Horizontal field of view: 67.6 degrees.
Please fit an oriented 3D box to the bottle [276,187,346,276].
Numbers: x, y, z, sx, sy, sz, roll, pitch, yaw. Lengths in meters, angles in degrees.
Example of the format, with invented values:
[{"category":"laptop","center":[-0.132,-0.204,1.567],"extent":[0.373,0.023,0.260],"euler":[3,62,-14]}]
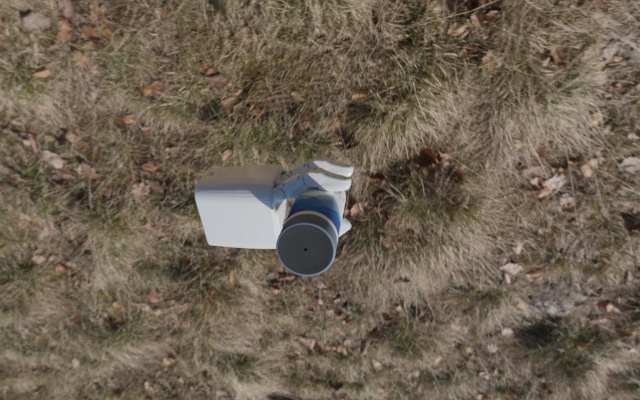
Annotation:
[{"category":"bottle","center":[0.000,0.002,0.660],"extent":[0.069,0.069,0.295],"euler":[0,21,7]}]
